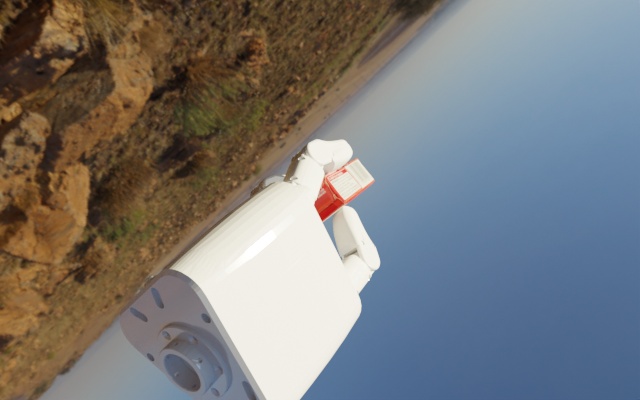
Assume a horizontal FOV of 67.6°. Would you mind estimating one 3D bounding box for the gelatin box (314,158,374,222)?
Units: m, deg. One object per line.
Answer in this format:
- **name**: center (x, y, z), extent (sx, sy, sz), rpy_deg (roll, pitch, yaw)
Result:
- **gelatin box**: center (0.000, 0.002, 0.413), extent (0.073, 0.030, 0.089), rpy_deg (-38, -2, 26)
